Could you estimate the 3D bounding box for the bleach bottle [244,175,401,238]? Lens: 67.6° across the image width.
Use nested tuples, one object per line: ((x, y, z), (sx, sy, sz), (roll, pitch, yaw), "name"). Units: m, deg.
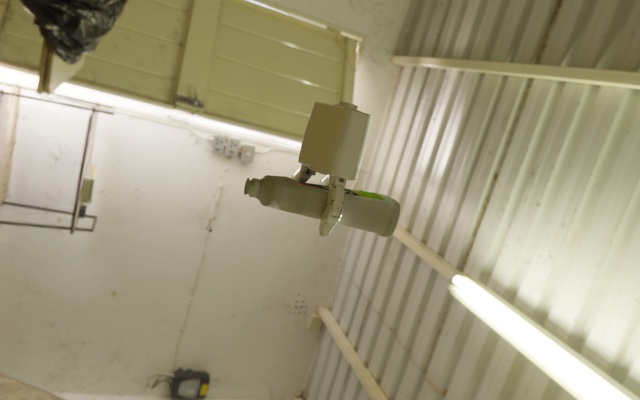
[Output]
((0.000, 0.003, 0.791), (0.251, 0.068, 0.102), (11, 9, -22), "bleach bottle")
